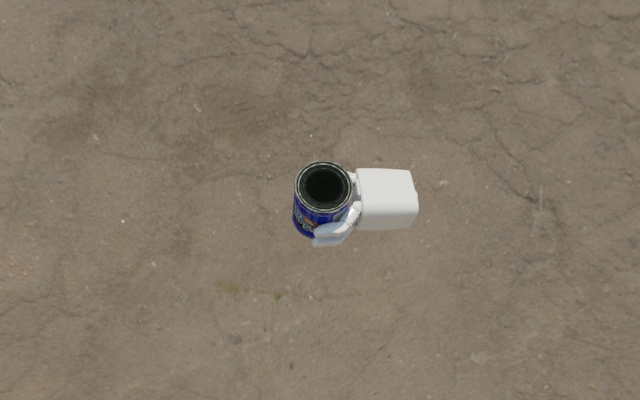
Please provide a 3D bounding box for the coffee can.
[{"bbox_3d":[0.000,0.003,0.888,0.103,0.102,0.140,0,-24,-5],"label":"coffee can"}]
